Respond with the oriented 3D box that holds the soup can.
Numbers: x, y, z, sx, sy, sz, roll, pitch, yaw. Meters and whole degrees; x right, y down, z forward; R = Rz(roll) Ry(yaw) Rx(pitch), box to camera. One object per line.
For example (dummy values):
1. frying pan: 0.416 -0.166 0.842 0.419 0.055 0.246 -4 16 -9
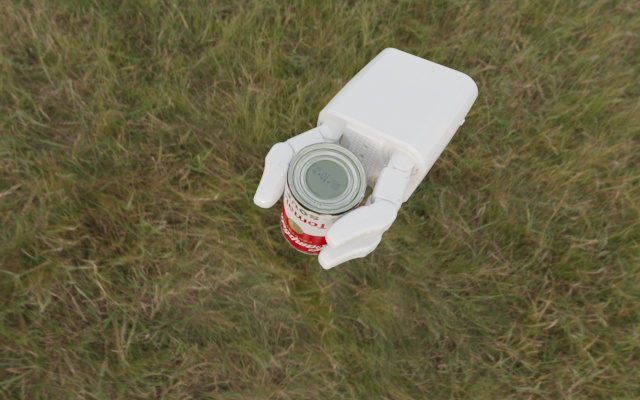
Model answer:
1. soup can: 0.000 0.002 0.429 0.068 0.068 0.102 0 -24 -8
